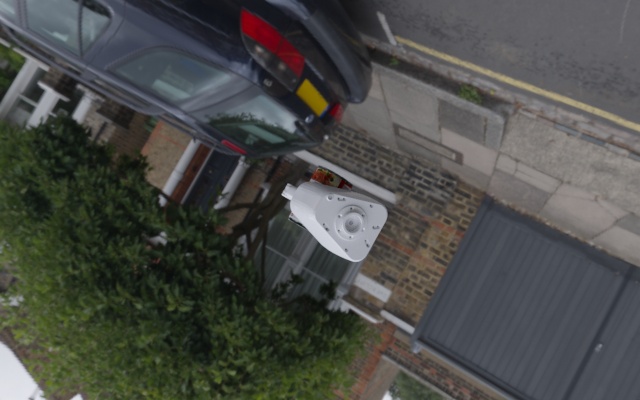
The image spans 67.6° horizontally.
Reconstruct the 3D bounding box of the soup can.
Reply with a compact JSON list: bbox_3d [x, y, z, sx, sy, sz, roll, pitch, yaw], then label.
[{"bbox_3d":[0.000,0.003,0.789,0.068,0.102,0.068,30,-3,2],"label":"soup can"}]
